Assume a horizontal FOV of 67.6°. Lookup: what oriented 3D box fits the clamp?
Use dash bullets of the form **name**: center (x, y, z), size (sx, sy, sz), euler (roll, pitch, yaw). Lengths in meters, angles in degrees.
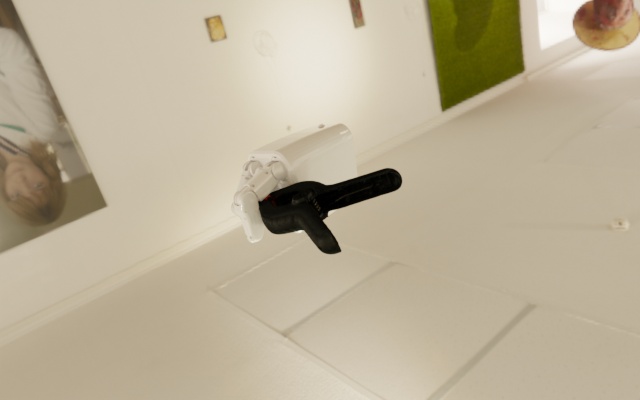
- **clamp**: center (0.000, 0.002, 0.499), size (0.120, 0.039, 0.171), euler (-33, 26, -29)
